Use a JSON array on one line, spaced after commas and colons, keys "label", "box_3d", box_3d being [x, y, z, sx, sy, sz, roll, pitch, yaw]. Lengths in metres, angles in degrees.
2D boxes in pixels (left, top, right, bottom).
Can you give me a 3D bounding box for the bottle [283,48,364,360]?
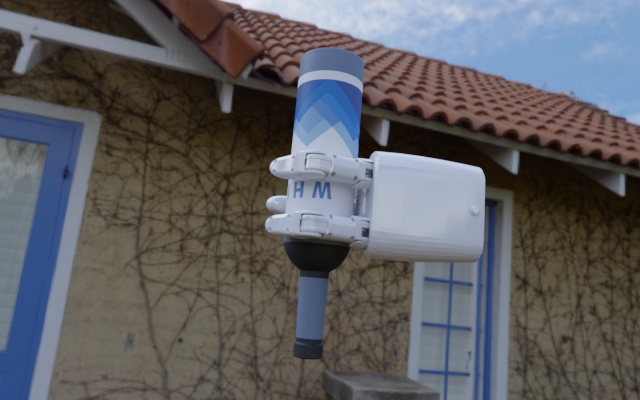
[{"label": "bottle", "box_3d": [0.000, 0.001, 0.470, 0.069, 0.295, 0.069, 5, -10, 1]}]
